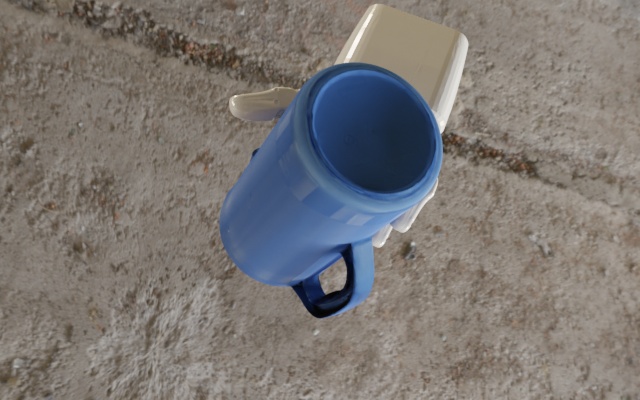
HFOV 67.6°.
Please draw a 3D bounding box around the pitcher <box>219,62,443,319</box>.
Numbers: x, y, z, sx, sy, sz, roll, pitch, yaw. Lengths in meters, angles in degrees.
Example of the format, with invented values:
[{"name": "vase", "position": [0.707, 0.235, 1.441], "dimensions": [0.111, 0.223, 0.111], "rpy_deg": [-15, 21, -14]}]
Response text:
[{"name": "pitcher", "position": [0.000, 0.001, 0.409], "dimensions": [0.149, 0.145, 0.243], "rpy_deg": [30, -25, -8]}]
